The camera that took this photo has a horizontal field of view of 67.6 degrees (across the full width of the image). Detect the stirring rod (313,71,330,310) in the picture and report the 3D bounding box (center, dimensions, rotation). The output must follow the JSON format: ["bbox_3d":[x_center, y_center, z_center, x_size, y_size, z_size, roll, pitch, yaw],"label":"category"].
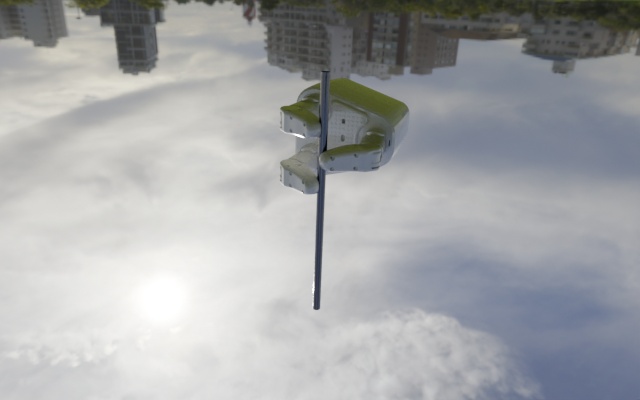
[{"bbox_3d":[0.000,0.001,0.452,0.011,0.240,0.011,2,23,-1],"label":"stirring rod"}]
